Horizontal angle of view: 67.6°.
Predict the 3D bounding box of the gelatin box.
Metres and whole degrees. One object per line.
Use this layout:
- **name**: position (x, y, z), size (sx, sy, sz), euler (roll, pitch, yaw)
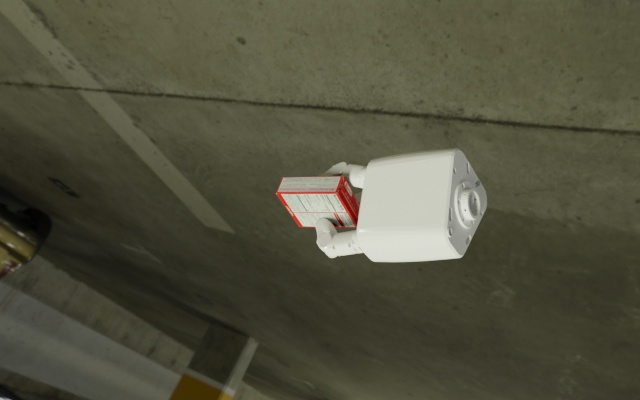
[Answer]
- **gelatin box**: position (0.000, 0.002, 0.597), size (0.089, 0.030, 0.073), euler (-1, -38, 28)
